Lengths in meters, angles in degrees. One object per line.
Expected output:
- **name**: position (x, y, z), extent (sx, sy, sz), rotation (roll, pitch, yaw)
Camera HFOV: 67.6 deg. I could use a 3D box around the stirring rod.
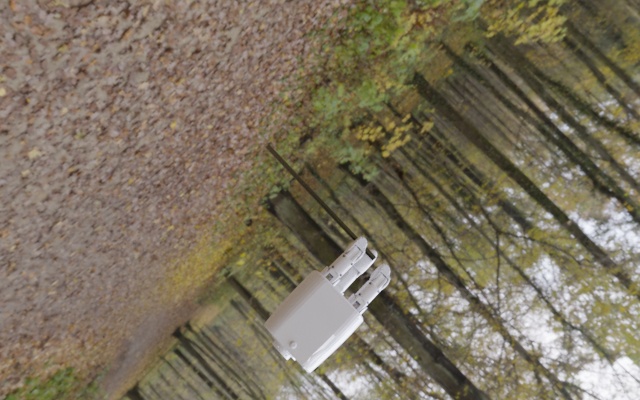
- **stirring rod**: position (0.000, 0.002, 0.738), extent (0.011, 0.239, 0.011), rotation (-43, -3, -3)
